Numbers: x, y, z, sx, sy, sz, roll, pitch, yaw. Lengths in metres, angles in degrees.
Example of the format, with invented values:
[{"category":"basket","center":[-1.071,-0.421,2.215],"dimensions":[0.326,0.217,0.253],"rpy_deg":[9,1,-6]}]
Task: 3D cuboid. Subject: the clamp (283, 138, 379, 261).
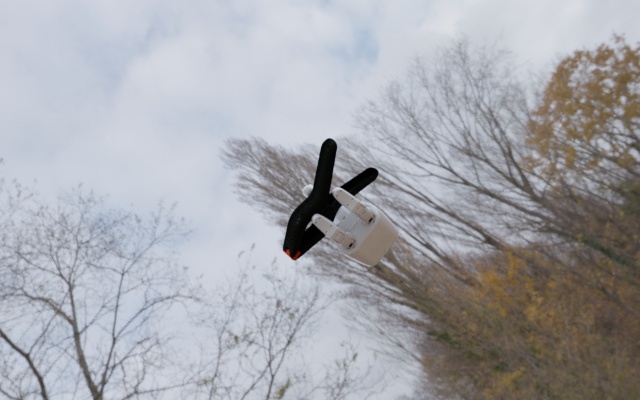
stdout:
[{"category":"clamp","center":[-0.001,0.003,0.780],"dimensions":[0.036,0.210,0.165],"rpy_deg":[38,1,35]}]
